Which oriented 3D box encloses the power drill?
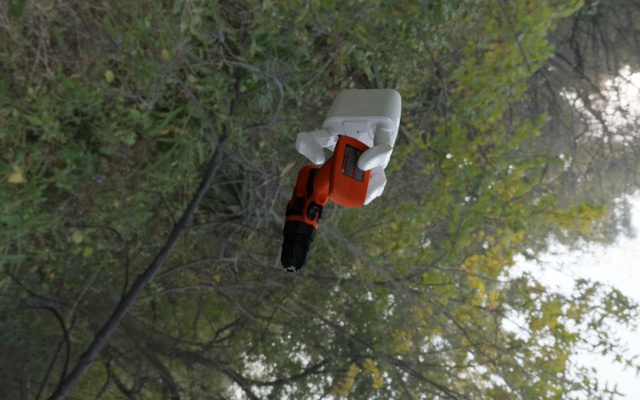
[{"bbox_3d":[0.000,0.002,0.705,0.057,0.184,0.188,21,-29,-21],"label":"power drill"}]
